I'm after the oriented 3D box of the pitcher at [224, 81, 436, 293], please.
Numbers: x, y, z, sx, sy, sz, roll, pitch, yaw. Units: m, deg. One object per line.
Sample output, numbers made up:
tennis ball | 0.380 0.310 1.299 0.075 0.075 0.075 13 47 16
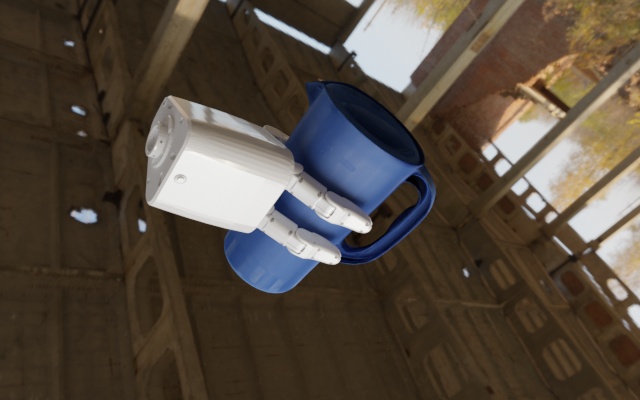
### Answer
pitcher | 0.000 0.002 0.544 0.145 0.243 0.149 18 34 -36
